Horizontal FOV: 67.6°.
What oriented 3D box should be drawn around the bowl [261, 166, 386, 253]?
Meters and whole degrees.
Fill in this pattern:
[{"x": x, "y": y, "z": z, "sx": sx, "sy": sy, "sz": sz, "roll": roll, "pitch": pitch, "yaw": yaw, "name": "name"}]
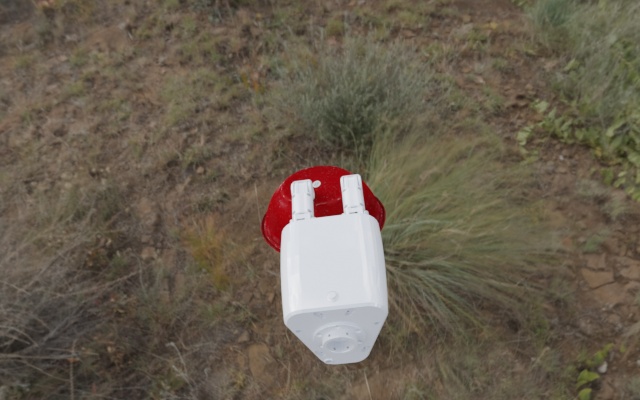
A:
[{"x": 0.000, "y": 0.001, "z": 0.603, "sx": 0.162, "sy": 0.055, "sz": 0.162, "roll": -6, "pitch": 33, "yaw": 4, "name": "bowl"}]
